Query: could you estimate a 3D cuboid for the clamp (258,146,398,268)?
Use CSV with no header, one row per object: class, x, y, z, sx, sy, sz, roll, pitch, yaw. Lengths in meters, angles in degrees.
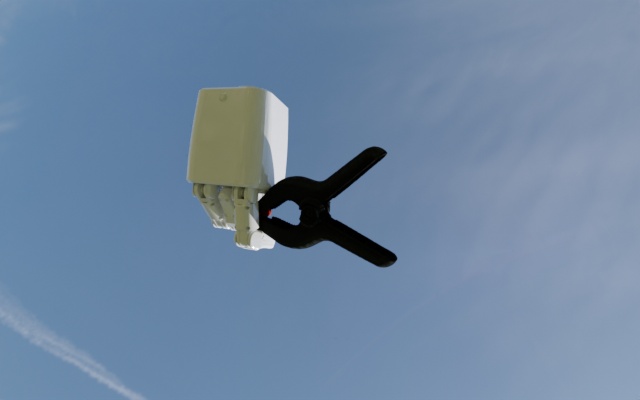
clamp,0.000,0.002,0.504,0.171,0.120,0.039,5,2,22
